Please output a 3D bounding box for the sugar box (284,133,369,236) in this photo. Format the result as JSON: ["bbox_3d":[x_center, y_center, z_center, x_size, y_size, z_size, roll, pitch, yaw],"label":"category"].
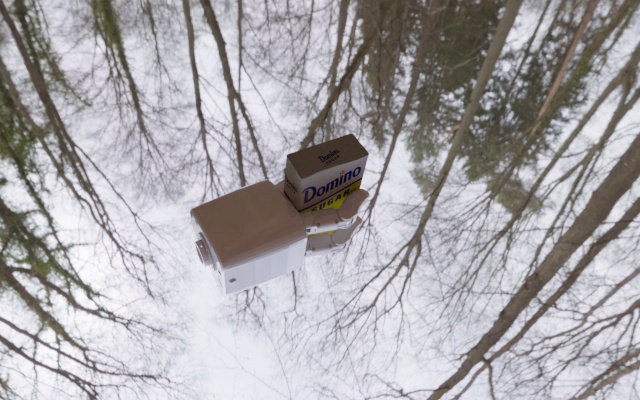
[{"bbox_3d":[0.000,0.003,0.612,0.093,0.048,0.176,-21,-31,-22],"label":"sugar box"}]
